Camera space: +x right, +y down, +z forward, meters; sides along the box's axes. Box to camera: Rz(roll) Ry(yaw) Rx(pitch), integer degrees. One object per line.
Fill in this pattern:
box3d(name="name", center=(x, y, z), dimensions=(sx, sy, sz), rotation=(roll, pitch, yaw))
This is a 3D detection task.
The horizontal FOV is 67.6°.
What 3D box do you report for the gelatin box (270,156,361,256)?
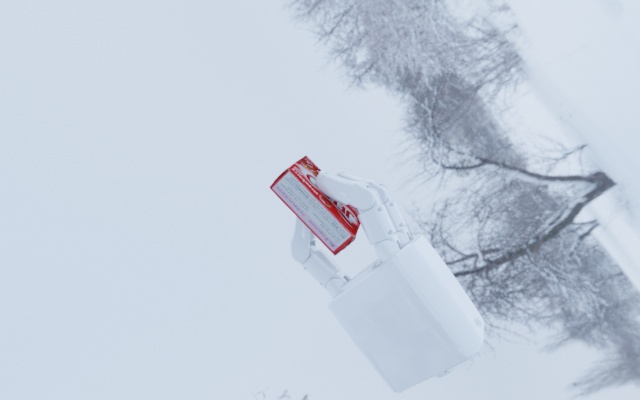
box3d(name="gelatin box", center=(0.000, 0.002, 0.459), dimensions=(0.030, 0.089, 0.073), rotation=(-44, 3, 18))
